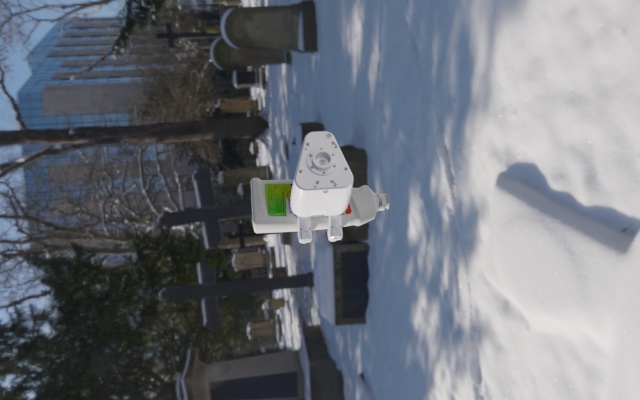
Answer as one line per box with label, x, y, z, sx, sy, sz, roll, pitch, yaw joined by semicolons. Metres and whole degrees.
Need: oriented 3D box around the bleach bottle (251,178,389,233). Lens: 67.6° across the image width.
bleach bottle;0.000;0.003;0.884;0.251;0.102;0.068;-4;-23;-6
